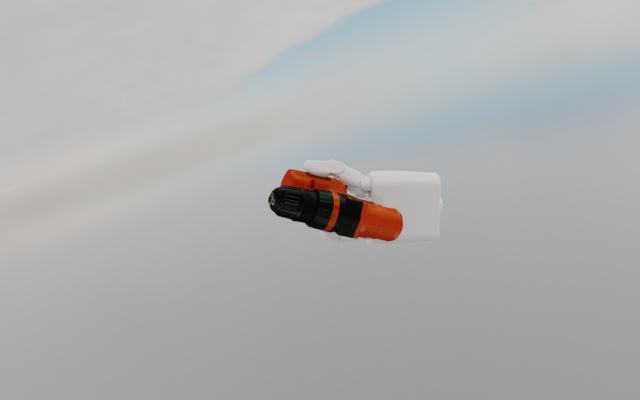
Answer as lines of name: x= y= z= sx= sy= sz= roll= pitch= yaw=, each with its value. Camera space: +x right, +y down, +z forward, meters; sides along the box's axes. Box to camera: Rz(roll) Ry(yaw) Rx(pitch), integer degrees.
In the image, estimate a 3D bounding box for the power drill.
power drill: x=0.000 y=0.002 z=0.672 sx=0.184 sy=0.057 sz=0.187 roll=15 pitch=9 yaw=-22
